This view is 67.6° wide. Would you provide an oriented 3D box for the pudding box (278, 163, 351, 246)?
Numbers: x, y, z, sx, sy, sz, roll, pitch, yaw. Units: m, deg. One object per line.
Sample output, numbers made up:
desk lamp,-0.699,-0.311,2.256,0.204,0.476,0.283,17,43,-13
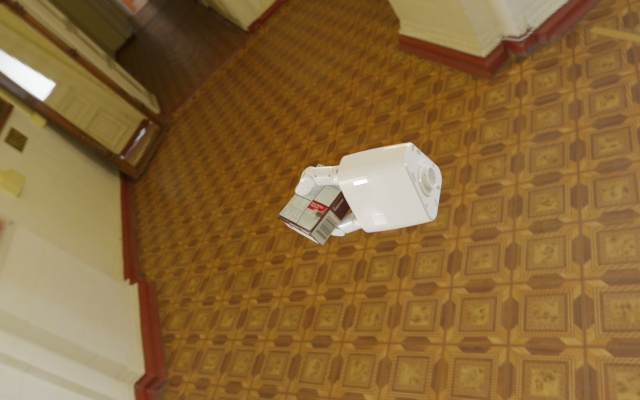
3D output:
pudding box,0.000,0.002,0.731,0.090,0.113,0.039,23,-20,49
